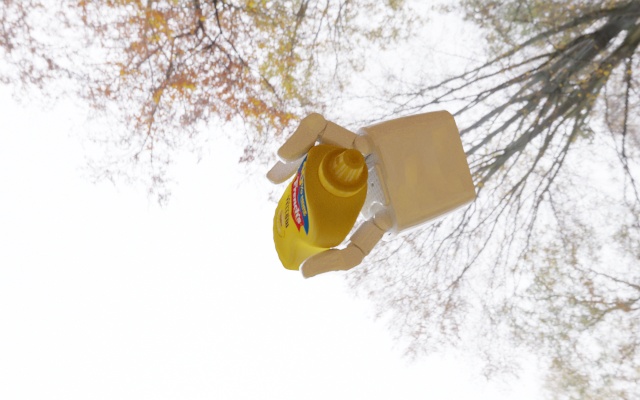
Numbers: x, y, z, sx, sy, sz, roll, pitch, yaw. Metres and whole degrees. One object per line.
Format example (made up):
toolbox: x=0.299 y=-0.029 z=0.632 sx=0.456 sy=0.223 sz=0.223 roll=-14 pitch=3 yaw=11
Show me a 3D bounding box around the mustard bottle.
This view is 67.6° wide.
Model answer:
mustard bottle: x=0.000 y=0.002 z=0.458 sx=0.058 sy=0.096 sz=0.192 roll=7 pitch=-23 yaw=-16
